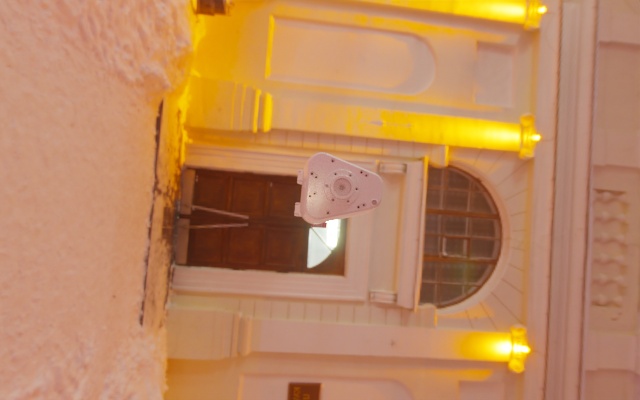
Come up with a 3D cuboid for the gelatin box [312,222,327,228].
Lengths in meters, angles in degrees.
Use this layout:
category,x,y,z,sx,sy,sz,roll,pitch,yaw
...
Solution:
category,x,y,z,sx,sy,sz,roll,pitch,yaw
gelatin box,0.001,0.003,0.835,0.030,0.073,0.089,4,-17,0
